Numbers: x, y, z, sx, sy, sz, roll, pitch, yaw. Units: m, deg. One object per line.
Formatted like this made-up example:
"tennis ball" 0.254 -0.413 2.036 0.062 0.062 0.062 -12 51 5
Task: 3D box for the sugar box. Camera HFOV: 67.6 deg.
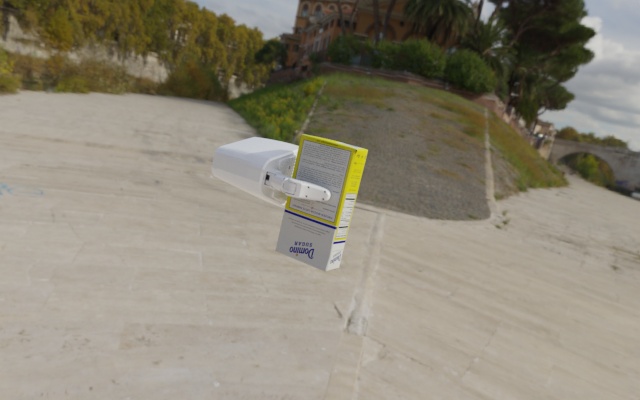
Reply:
"sugar box" 0.000 0.002 0.680 0.093 0.176 0.048 19 12 30
